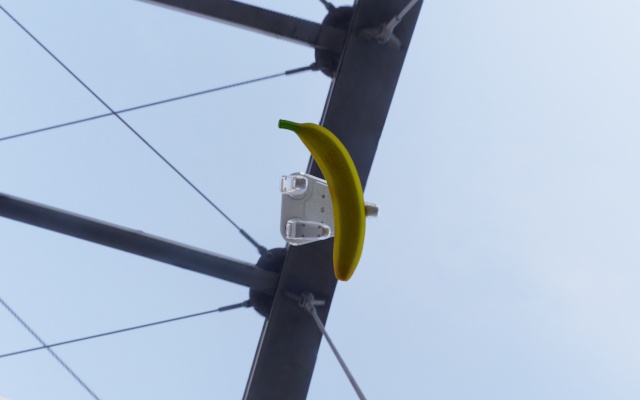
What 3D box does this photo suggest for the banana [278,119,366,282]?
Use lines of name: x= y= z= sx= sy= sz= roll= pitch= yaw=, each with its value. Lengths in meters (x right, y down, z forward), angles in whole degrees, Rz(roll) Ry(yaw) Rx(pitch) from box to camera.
banana: x=0.016 y=-0.008 z=0.550 sx=0.069 sy=0.198 sz=0.037 roll=-22 pitch=2 yaw=-10
